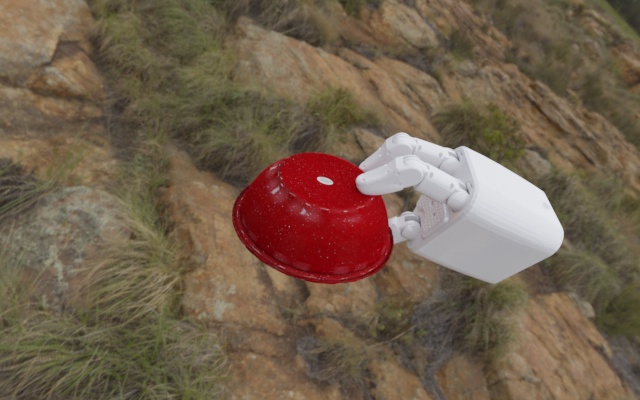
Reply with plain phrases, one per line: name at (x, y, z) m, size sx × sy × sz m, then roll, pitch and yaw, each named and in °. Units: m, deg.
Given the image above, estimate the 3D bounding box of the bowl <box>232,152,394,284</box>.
bowl at (-0.001, 0.001, 0.453) m, size 0.162 × 0.055 × 0.162 m, roll 10°, pitch 36°, yaw -8°
